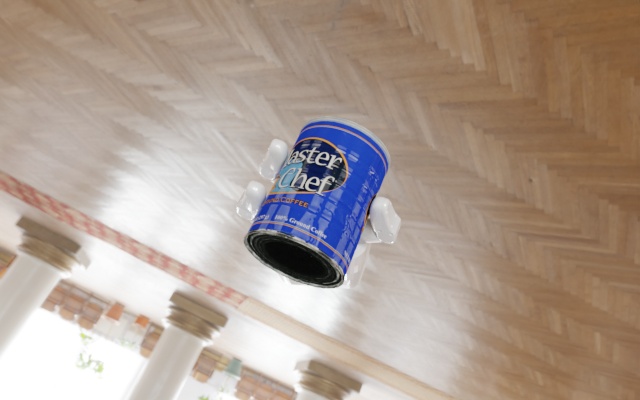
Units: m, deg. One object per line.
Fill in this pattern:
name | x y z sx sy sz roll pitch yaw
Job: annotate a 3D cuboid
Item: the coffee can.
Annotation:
coffee can | 0.000 0.001 0.478 0.103 0.140 0.103 19 -28 11
